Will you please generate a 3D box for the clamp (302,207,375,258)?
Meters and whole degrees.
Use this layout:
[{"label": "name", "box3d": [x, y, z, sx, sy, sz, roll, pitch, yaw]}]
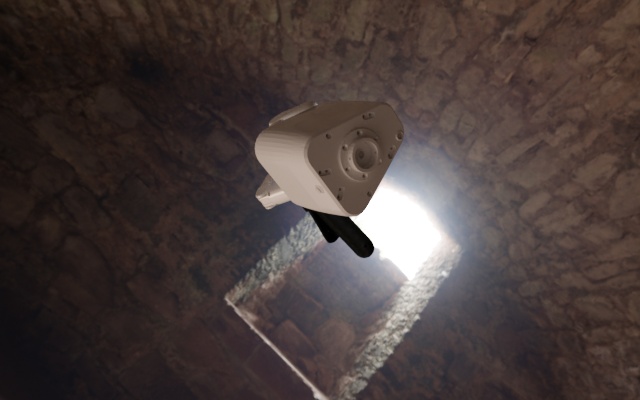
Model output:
[{"label": "clamp", "box3d": [0.000, 0.001, 0.582, 0.039, 0.171, 0.120, -46, 27, -17]}]
